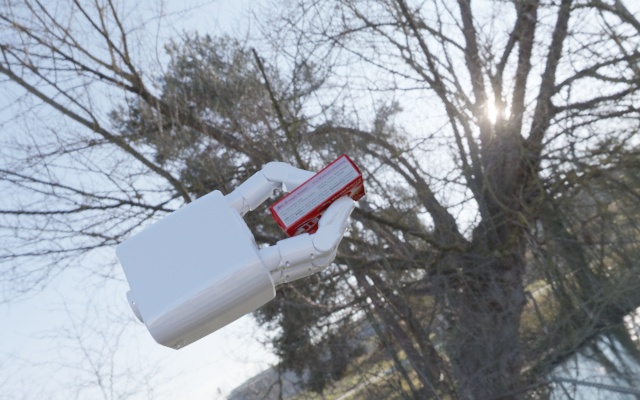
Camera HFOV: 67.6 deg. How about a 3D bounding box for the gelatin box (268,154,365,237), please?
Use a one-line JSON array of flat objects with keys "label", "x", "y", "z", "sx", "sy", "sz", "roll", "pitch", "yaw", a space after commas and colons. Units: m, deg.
[{"label": "gelatin box", "x": 0.000, "y": 0.001, "z": 0.460, "sx": 0.089, "sy": 0.030, "sz": 0.073, "roll": -37, "pitch": -16, "yaw": -2}]
